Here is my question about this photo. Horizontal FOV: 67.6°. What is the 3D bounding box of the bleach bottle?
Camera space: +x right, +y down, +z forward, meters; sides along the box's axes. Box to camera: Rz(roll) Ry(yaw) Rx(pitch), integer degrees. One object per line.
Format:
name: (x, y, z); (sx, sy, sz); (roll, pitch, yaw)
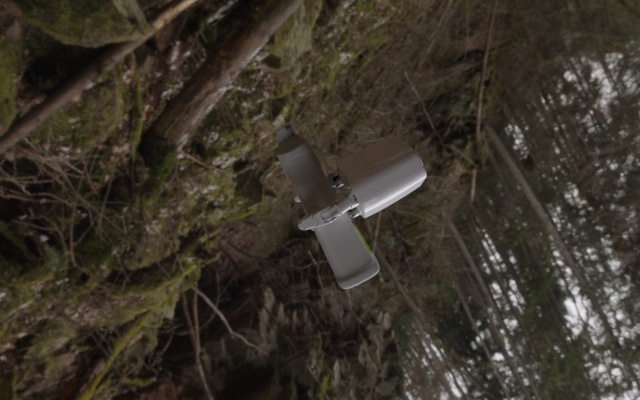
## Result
bleach bottle: (0.000, 0.002, 0.715); (0.068, 0.251, 0.102); (-28, 8, 1)
